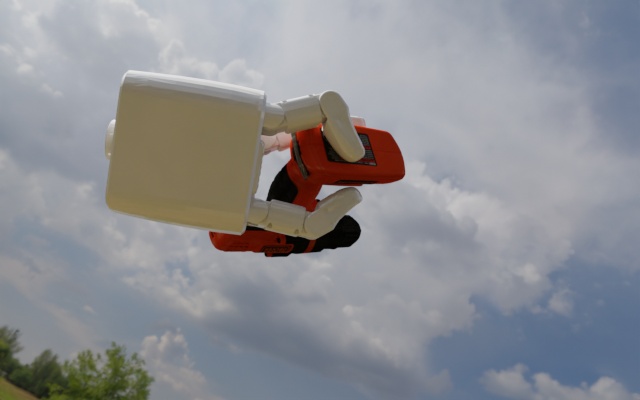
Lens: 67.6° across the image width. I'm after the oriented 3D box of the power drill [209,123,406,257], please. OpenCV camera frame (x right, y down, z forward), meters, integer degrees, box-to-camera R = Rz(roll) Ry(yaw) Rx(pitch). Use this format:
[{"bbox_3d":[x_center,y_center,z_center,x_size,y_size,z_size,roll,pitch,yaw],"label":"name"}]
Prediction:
[{"bbox_3d":[0.000,0.001,0.483,0.184,0.057,0.188,1,-31,-33],"label":"power drill"}]
